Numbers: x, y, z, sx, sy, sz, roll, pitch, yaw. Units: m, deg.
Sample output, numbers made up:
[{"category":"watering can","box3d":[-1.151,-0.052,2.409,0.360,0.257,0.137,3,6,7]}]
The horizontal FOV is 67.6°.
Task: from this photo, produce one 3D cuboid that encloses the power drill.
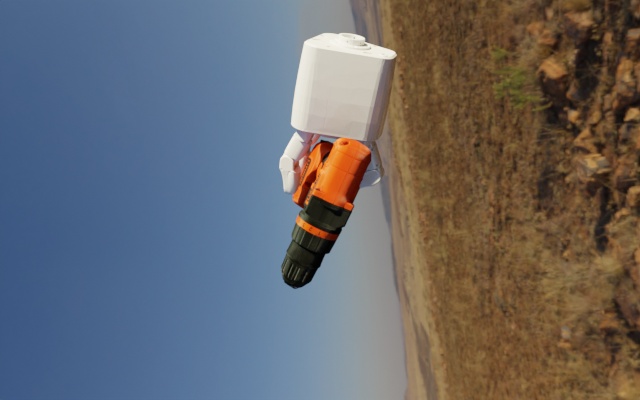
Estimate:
[{"category":"power drill","box3d":[0.000,0.002,0.608,0.057,0.184,0.187,24,11,-10]}]
